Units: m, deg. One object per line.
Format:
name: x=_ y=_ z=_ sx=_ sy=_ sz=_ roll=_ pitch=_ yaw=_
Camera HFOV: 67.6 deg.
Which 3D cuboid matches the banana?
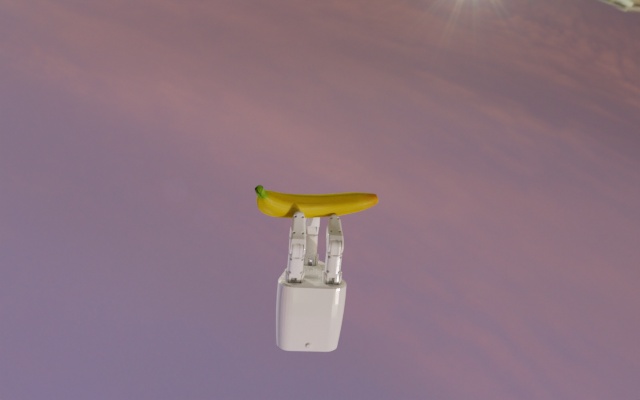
banana: x=-0.012 y=0.005 z=0.693 sx=0.198 sy=0.037 sz=0.069 roll=2 pitch=-11 yaw=-29
